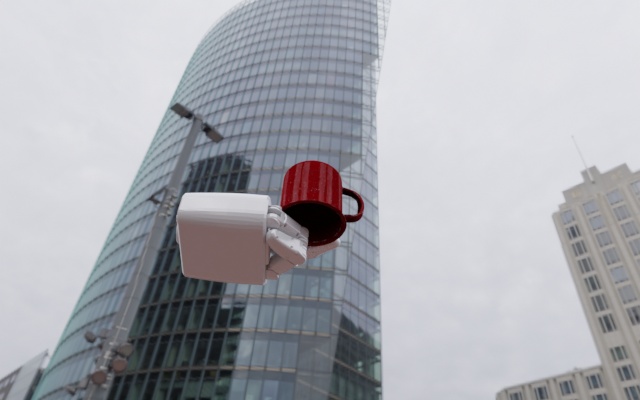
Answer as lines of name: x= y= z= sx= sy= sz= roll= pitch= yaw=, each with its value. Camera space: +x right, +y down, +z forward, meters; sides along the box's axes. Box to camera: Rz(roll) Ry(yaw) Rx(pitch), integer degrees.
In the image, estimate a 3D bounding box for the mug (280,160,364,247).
mug: x=0.002 y=0.002 z=0.635 sx=0.117 sy=0.081 sz=0.093 roll=3 pitch=-42 yaw=-1
